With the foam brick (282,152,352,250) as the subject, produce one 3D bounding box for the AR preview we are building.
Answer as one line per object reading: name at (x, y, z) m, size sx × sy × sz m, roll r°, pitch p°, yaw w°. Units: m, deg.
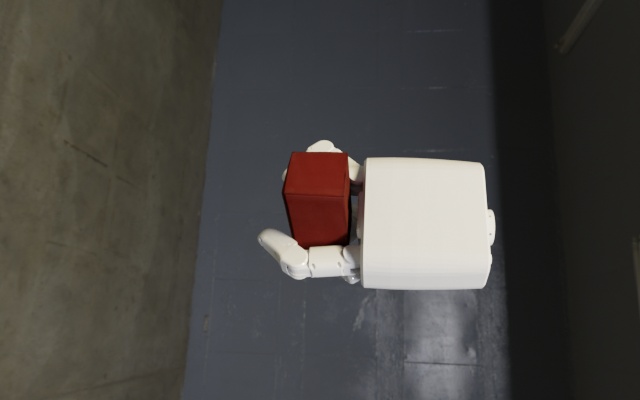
foam brick at (0.000, 0.001, 0.423) m, size 0.051 × 0.053 × 0.078 m, roll 2°, pitch -41°, yaw 9°
